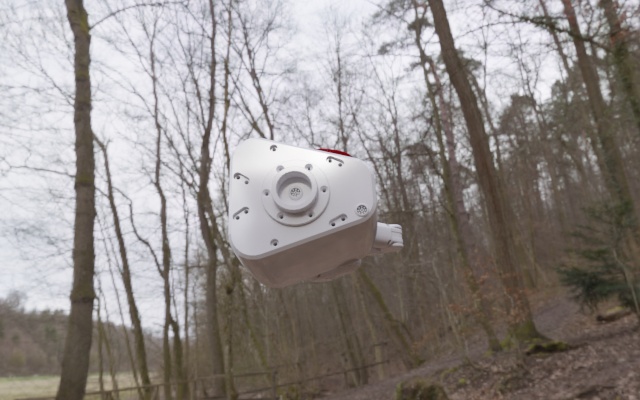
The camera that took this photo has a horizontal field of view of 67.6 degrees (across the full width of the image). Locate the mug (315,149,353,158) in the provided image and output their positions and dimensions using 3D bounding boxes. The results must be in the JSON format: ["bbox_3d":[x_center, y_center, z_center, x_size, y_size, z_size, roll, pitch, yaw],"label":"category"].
[{"bbox_3d":[0.000,0.002,0.507,0.093,0.081,0.117,-3,-18,0],"label":"mug"}]
